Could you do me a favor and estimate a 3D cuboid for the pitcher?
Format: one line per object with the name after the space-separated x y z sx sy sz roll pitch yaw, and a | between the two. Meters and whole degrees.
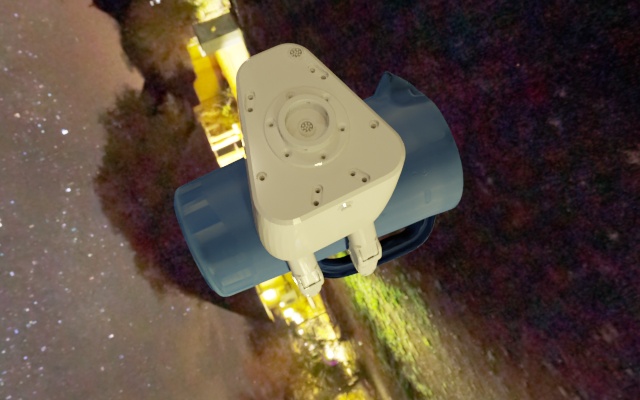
0.000 0.001 0.452 0.243 0.149 0.145 -24 -13 -9 | pitcher
